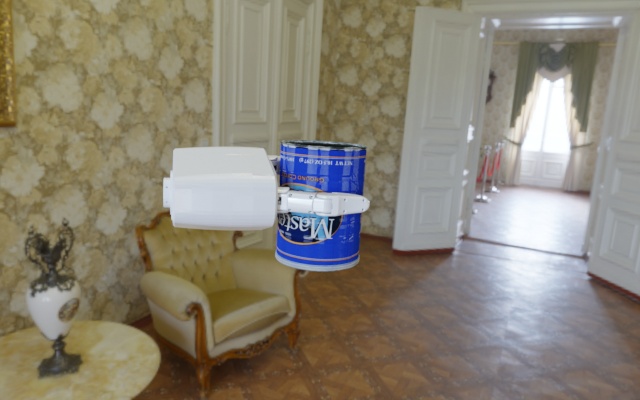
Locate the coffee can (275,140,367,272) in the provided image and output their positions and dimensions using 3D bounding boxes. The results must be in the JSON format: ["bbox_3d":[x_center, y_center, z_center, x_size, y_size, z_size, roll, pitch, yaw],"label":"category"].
[{"bbox_3d":[0.000,0.002,0.571,0.103,0.140,0.103,3,11,-1],"label":"coffee can"}]
